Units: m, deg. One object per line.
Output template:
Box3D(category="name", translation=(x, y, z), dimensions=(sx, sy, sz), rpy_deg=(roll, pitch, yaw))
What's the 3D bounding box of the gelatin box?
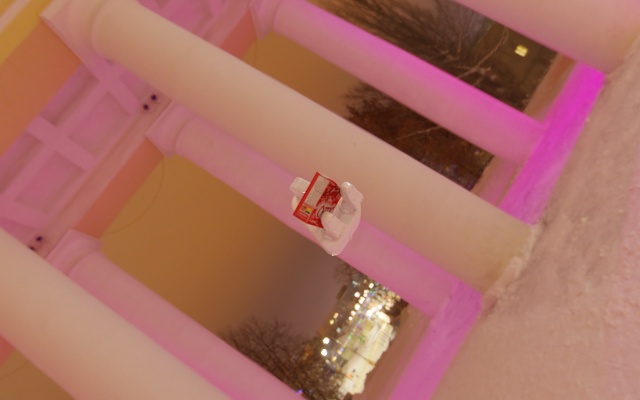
Box3D(category="gelatin box", translation=(0.000, 0.002, 0.722), dimensions=(0.030, 0.073, 0.089), rpy_deg=(30, 0, 19))
